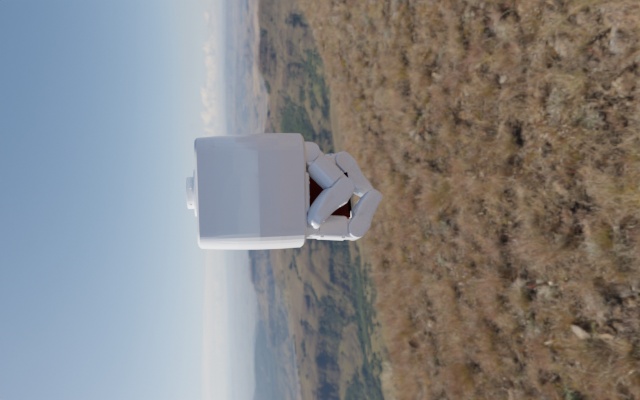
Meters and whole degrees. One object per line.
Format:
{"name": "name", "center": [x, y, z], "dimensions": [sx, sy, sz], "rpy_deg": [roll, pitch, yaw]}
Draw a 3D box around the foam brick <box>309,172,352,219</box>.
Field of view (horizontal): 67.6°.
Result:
{"name": "foam brick", "center": [0.000, 0.002, 0.548], "dimensions": [0.051, 0.053, 0.078], "rpy_deg": [-3, -12, -12]}
